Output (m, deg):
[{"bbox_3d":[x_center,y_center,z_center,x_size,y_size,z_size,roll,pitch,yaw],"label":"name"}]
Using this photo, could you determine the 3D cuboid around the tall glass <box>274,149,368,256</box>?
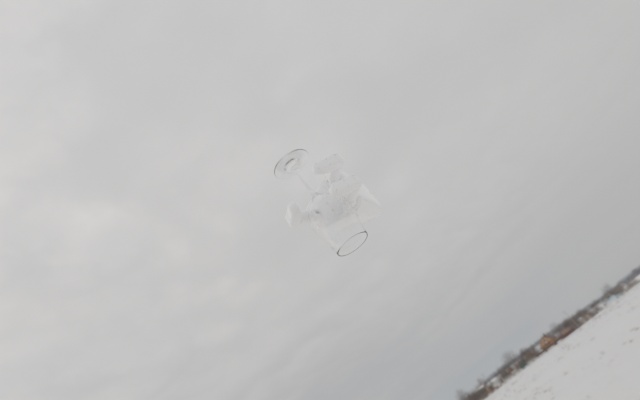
[{"bbox_3d":[0.000,0.002,0.838,0.079,0.201,0.079,-28,-29,-17],"label":"tall glass"}]
